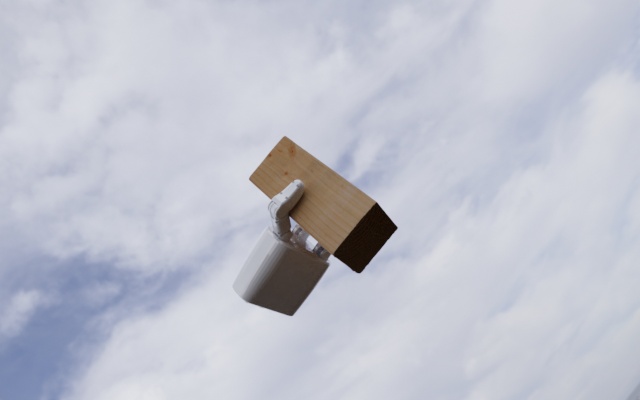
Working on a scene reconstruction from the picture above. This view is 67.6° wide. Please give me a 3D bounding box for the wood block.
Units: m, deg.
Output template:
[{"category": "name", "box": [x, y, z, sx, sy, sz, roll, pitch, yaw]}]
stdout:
[{"category": "wood block", "box": [0.000, 0.002, 0.700, 0.206, 0.090, 0.091, 39, -2, 37]}]
